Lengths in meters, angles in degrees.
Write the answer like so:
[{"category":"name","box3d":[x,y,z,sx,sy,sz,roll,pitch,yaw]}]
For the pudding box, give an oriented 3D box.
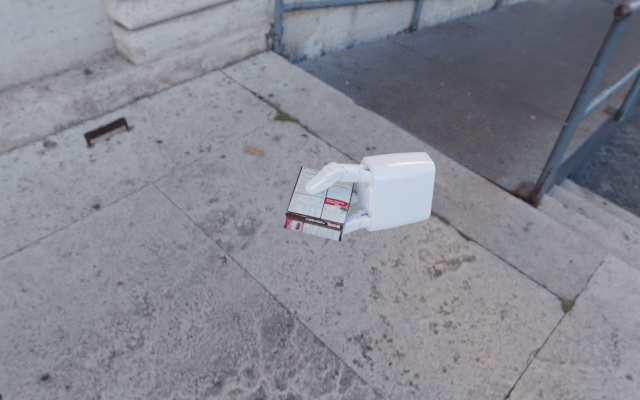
[{"category":"pudding box","box3d":[0.000,0.002,0.727,0.090,0.039,0.113,13,42,3]}]
